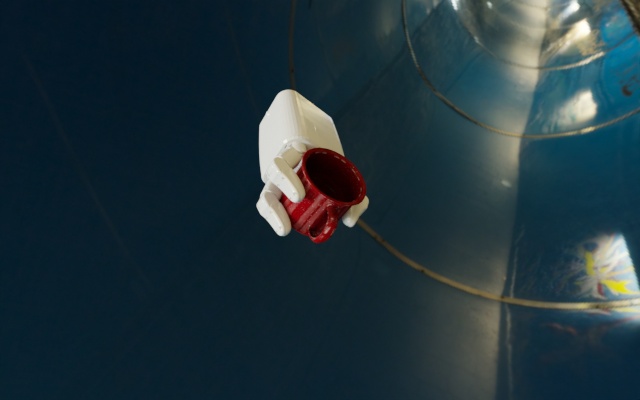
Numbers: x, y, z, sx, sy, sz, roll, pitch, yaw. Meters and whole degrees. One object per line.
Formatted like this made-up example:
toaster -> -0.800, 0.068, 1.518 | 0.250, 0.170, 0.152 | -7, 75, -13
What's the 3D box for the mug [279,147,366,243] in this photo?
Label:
mug -> 0.000, 0.003, 0.608 | 0.093, 0.117, 0.081 | 15, -45, -27
